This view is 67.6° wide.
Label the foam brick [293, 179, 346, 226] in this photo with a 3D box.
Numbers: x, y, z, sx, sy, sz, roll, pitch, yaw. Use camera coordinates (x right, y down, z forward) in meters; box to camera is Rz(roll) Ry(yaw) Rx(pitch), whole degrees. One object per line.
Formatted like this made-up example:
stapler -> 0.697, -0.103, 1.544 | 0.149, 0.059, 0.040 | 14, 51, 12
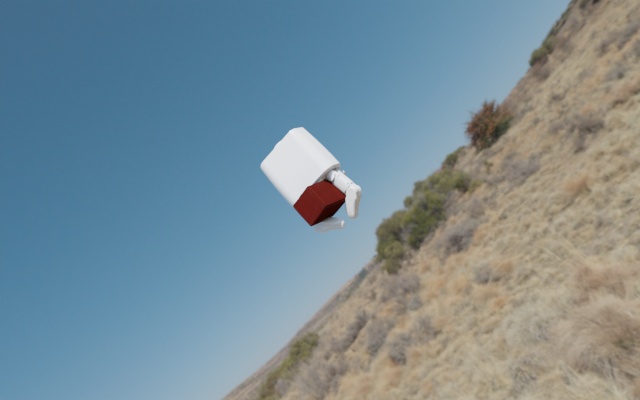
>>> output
foam brick -> 0.000, 0.003, 0.843 | 0.053, 0.051, 0.078 | -51, -16, 31
